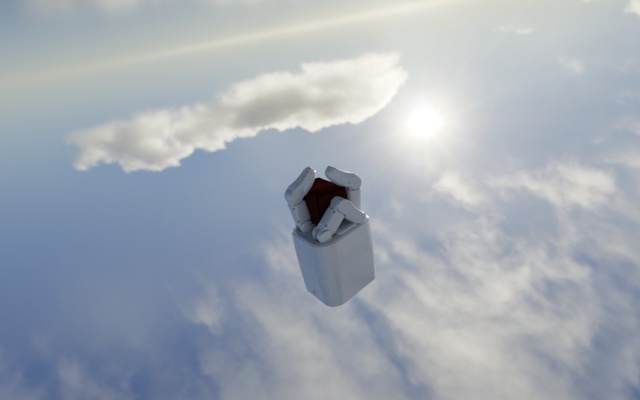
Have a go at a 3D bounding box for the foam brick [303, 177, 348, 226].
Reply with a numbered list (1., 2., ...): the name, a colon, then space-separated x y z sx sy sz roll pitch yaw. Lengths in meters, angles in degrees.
1. foam brick: 0.000 0.002 0.723 0.053 0.051 0.078 -21 23 -25
